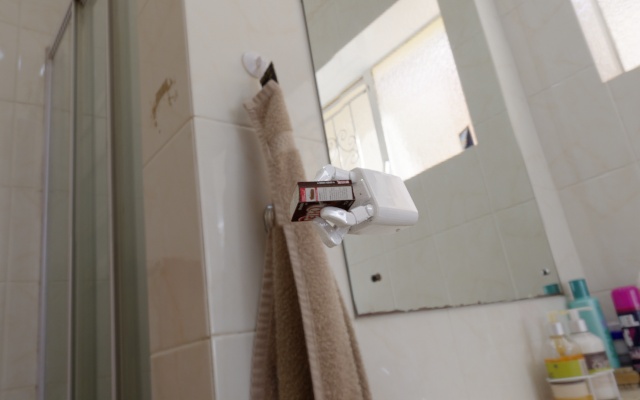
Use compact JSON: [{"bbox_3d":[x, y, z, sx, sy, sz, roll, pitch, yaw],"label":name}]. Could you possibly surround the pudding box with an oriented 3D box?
[{"bbox_3d":[0.000,0.002,0.773,0.090,0.039,0.113,-4,-19,-11],"label":"pudding box"}]
